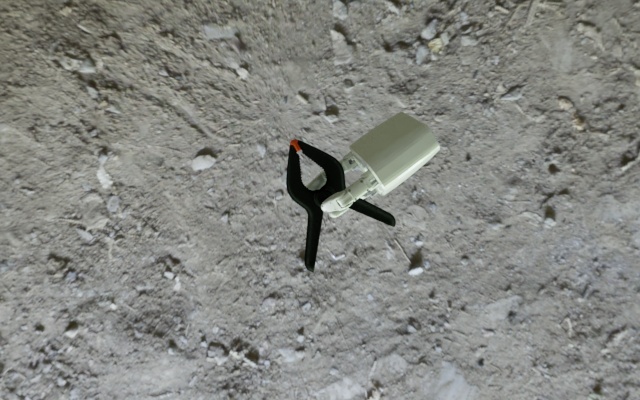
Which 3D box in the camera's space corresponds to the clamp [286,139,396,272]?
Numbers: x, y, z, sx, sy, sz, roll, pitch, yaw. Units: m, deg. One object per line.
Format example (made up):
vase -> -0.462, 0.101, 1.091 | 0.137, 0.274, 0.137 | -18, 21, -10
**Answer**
clamp -> 0.000, 0.002, 0.759 | 0.164, 0.210, 0.036 | -36, 12, 0
